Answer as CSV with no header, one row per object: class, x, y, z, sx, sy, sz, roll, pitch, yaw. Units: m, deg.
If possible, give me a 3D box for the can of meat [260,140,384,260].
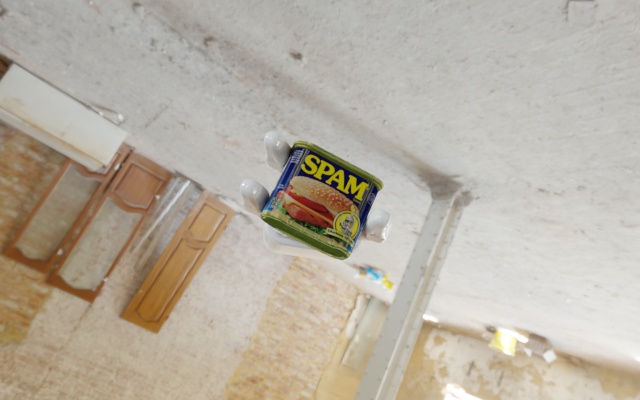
can of meat,0.000,0.002,0.482,0.102,0.084,0.057,27,-16,-7
